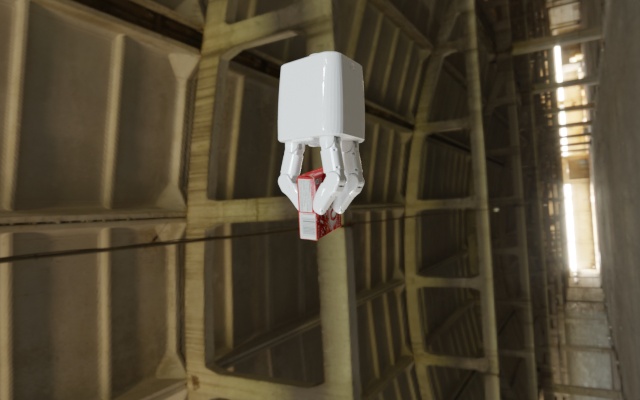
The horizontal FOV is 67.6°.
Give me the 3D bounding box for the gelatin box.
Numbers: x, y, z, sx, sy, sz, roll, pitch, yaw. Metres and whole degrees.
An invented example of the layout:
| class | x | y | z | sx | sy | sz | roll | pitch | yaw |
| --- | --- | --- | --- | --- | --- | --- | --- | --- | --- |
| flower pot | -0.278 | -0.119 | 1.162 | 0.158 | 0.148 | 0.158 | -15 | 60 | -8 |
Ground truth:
| class | x | y | z | sx | sy | sz | roll | pitch | yaw |
| --- | --- | --- | --- | --- | --- | --- | --- | --- | --- |
| gelatin box | 0.000 | 0.002 | 0.658 | 0.030 | 0.089 | 0.073 | 5 | 15 | 28 |
